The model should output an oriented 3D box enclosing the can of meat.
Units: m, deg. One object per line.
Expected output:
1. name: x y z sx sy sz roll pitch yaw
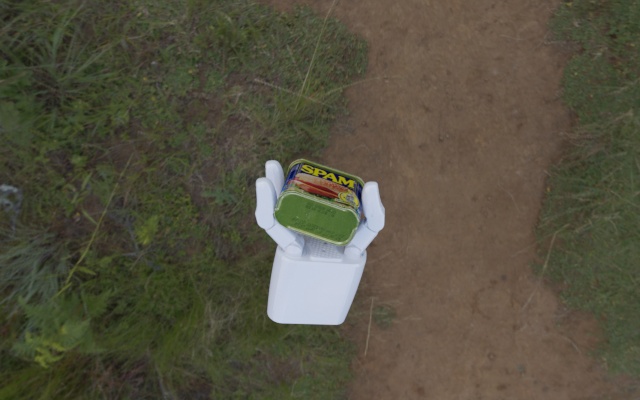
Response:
1. can of meat: 0.000 0.002 0.572 0.102 0.057 0.084 18 29 -2
